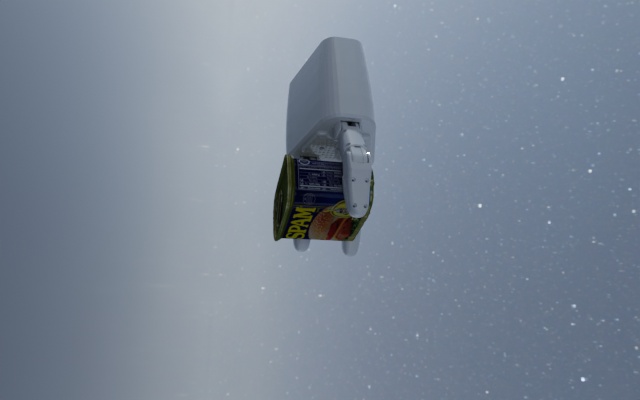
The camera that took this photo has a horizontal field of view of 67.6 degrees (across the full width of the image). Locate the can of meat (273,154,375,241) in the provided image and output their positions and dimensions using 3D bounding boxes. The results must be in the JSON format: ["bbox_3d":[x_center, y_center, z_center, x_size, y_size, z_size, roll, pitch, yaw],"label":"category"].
[{"bbox_3d":[0.000,0.002,0.479,0.084,0.057,0.102,3,-30,-12],"label":"can of meat"}]
